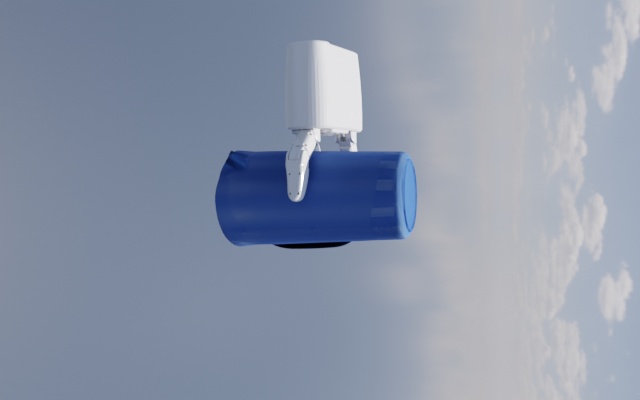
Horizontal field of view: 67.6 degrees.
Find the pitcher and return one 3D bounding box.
[{"bbox_3d":[0.000,0.002,0.631,0.243,0.145,0.149,0,2,21],"label":"pitcher"}]
